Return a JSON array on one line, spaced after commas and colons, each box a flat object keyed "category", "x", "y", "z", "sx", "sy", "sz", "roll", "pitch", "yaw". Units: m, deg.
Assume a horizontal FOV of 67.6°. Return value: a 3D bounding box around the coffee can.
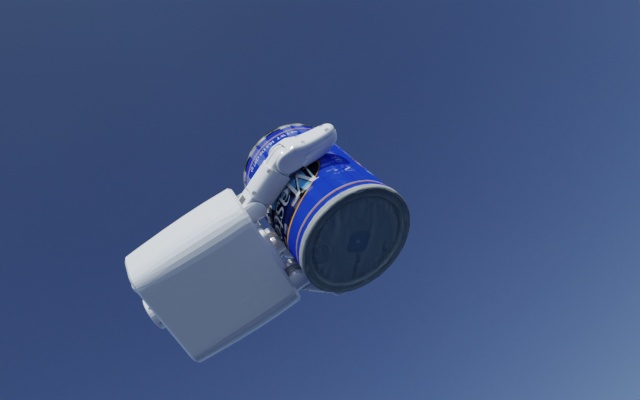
[{"category": "coffee can", "x": 0.000, "y": 0.001, "z": 0.442, "sx": 0.103, "sy": 0.103, "sz": 0.140, "roll": 0, "pitch": 28, "yaw": -31}]
